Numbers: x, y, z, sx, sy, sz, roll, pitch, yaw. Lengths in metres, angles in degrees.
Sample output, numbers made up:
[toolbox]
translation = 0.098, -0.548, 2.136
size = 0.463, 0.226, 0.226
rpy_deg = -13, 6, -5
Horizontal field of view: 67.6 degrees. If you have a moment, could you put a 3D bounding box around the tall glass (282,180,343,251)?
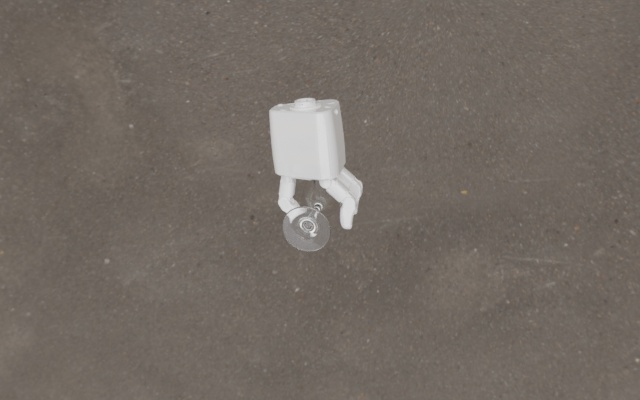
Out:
[tall glass]
translation = 0.000, 0.003, 0.794
size = 0.079, 0.079, 0.201
rpy_deg = 0, 24, 14
